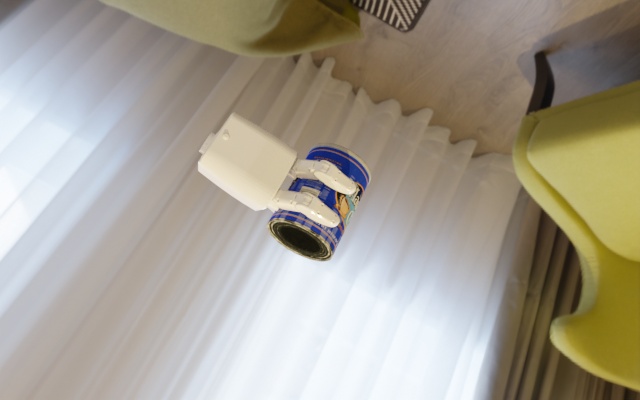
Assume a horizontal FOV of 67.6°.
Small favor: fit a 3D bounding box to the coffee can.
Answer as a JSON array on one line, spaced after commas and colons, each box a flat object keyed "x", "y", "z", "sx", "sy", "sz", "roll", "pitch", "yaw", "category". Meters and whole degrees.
[{"x": 0.000, "y": 0.002, "z": 0.692, "sx": 0.103, "sy": 0.140, "sz": 0.103, "roll": 22, "pitch": -27, "yaw": 12, "category": "coffee can"}]
